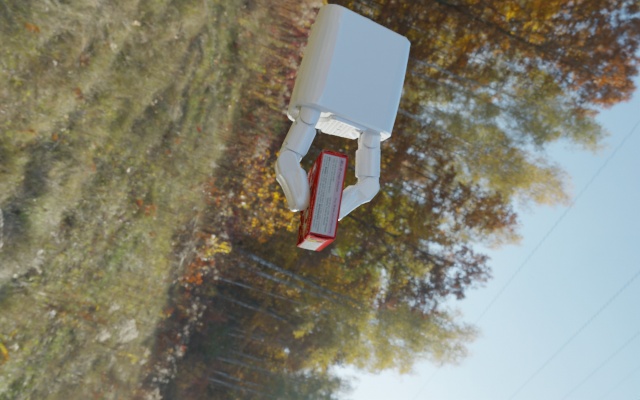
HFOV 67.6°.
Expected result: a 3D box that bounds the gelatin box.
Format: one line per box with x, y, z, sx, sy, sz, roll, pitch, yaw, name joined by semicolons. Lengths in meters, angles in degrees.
0.000;0.002;0.489;0.030;0.089;0.073;11;-16;-9;gelatin box
